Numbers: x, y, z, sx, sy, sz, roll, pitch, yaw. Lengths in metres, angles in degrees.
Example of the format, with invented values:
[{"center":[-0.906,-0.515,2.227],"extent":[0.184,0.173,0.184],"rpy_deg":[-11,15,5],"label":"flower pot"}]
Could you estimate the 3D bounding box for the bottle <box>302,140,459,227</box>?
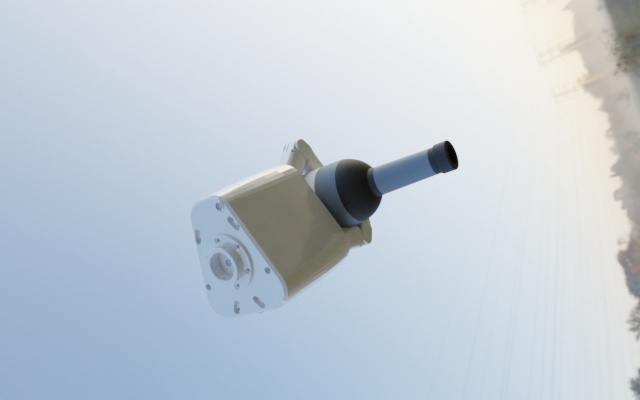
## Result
[{"center":[0.000,0.002,0.498],"extent":[0.296,0.069,0.069],"rpy_deg":[-20,-11,34],"label":"bottle"}]
